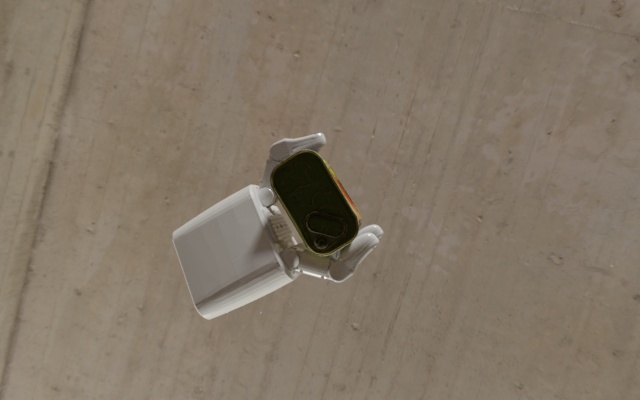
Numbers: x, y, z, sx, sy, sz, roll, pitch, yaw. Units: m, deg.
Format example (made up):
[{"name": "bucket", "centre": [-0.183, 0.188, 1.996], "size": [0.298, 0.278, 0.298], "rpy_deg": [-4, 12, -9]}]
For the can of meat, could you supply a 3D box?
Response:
[{"name": "can of meat", "centre": [0.000, 0.002, 0.500], "size": [0.057, 0.102, 0.084], "rpy_deg": [-31, -4, 8]}]
